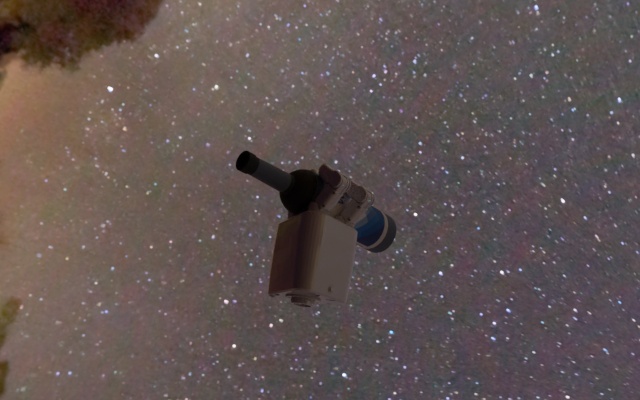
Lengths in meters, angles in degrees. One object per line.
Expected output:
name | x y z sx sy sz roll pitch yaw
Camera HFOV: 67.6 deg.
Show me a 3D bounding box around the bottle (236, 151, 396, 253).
bottle | 0.000 0.002 0.695 0.069 0.069 0.296 0 -21 46
